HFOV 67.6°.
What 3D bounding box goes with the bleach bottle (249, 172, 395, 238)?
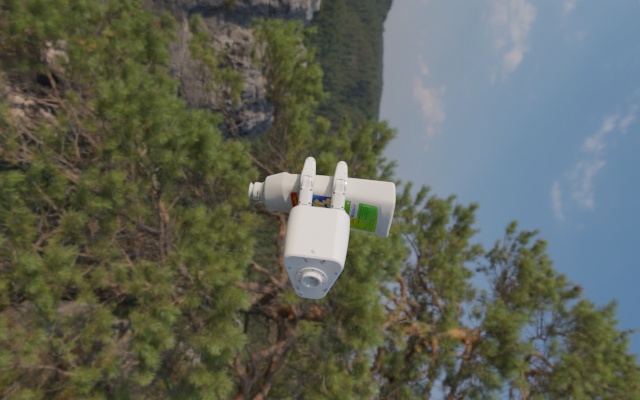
[{"bbox_3d":[0.000,0.003,0.843,0.251,0.103,0.068,6,43,2],"label":"bleach bottle"}]
